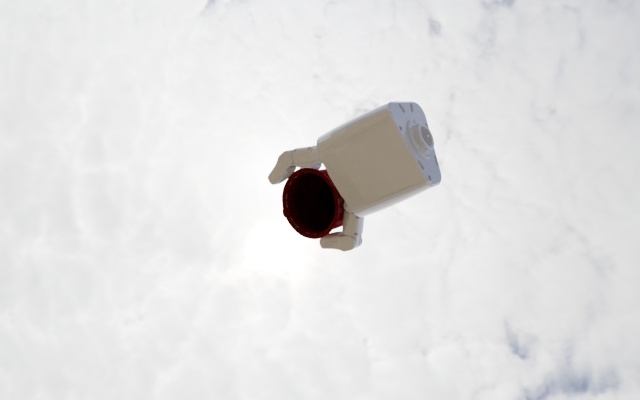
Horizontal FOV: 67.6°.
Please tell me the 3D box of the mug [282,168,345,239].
[{"bbox_3d":[-0.001,0.003,0.651,0.117,0.093,0.081,-22,-5,37],"label":"mug"}]
